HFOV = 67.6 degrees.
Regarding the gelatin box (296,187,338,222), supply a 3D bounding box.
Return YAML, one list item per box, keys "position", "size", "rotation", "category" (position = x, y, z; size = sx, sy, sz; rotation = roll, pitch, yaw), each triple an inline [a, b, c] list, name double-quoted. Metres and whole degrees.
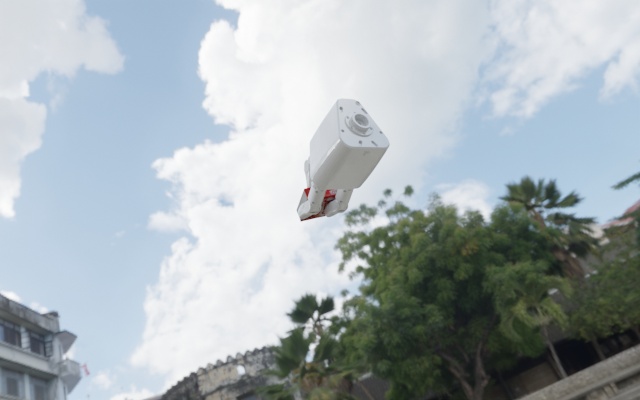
- position: [0.000, 0.003, 0.881]
  size: [0.073, 0.030, 0.089]
  rotation: [-12, -24, -19]
  category: "gelatin box"
